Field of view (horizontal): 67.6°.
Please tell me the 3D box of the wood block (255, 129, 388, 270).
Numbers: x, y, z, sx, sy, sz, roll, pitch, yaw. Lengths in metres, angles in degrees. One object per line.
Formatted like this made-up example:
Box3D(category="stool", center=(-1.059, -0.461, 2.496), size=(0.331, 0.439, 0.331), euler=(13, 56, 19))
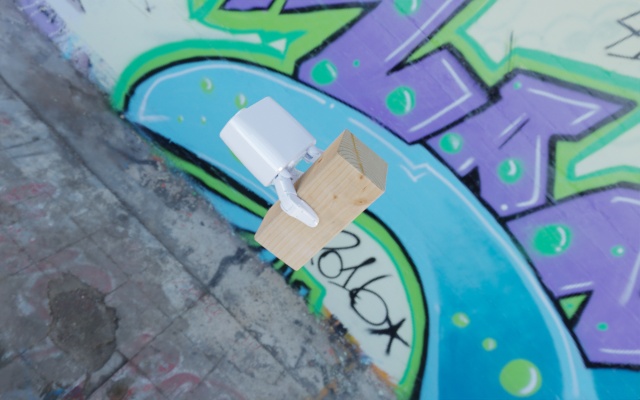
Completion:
Box3D(category="wood block", center=(0.000, 0.002, 0.740), size=(0.206, 0.090, 0.090), euler=(-45, 13, 30))
